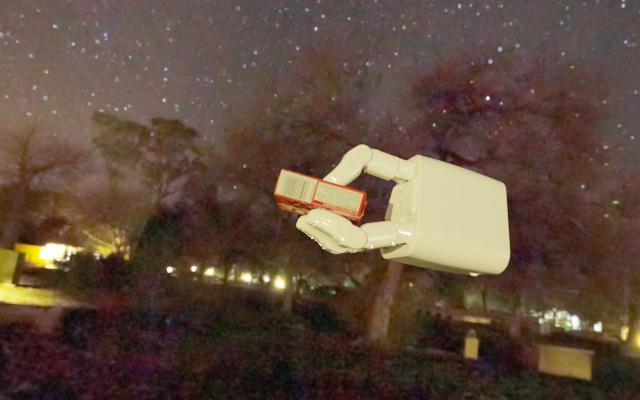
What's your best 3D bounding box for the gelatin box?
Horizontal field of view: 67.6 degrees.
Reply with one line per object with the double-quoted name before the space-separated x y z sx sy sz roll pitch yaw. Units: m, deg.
"gelatin box" 0.000 0.001 0.493 0.089 0.030 0.073 16 -12 3
